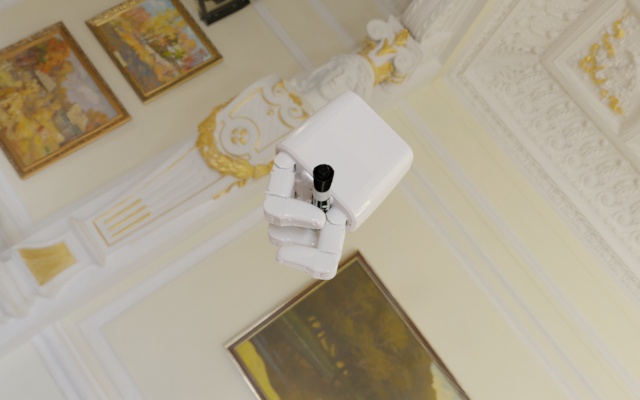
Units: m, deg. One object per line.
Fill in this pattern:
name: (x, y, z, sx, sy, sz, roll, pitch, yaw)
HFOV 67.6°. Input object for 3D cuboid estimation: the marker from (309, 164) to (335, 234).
marker: (0.000, 0.002, 0.458, 0.020, 0.020, 0.121, 0, -28, -3)
